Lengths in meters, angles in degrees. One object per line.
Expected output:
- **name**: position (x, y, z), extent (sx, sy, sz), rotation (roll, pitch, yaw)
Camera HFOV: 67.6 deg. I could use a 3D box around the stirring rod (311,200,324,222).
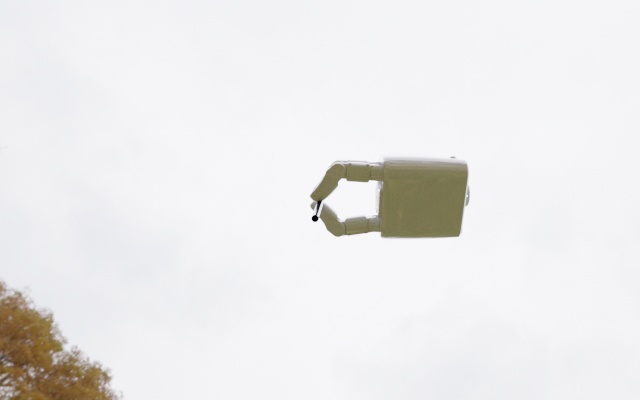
- **stirring rod**: position (0.000, 0.002, 0.617), extent (0.011, 0.011, 0.239), rotation (0, 8, 3)
